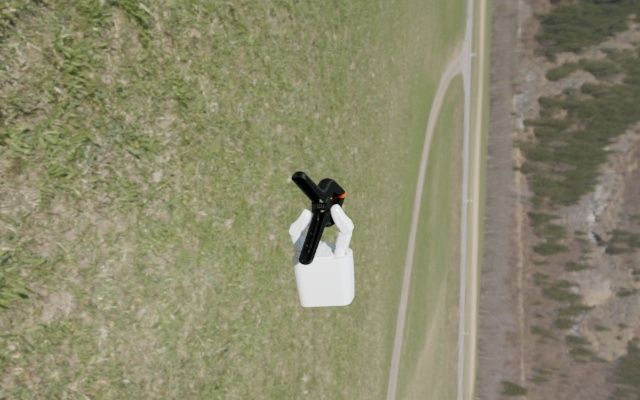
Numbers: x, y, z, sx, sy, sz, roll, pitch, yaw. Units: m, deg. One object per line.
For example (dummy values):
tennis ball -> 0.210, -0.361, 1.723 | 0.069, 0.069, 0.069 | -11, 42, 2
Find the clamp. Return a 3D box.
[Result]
clamp -> 0.001, 0.003, 0.888 | 0.036, 0.165, 0.210 | 2, 21, 22
